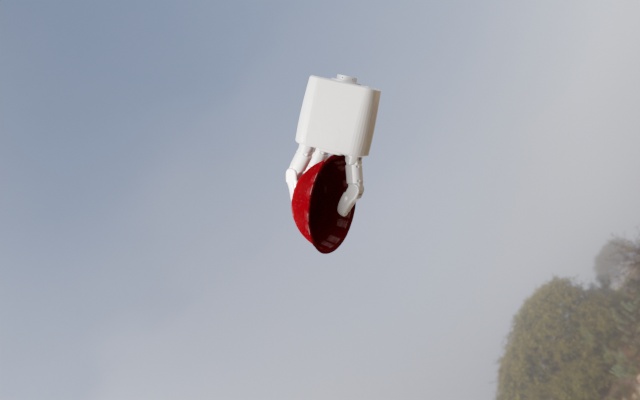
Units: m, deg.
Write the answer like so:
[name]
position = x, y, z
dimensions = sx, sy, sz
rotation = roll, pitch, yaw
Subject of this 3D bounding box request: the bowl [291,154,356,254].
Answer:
[bowl]
position = 0.000, 0.004, 0.773
dimensions = 0.055, 0.162, 0.162
rotation = 8, 4, 29
